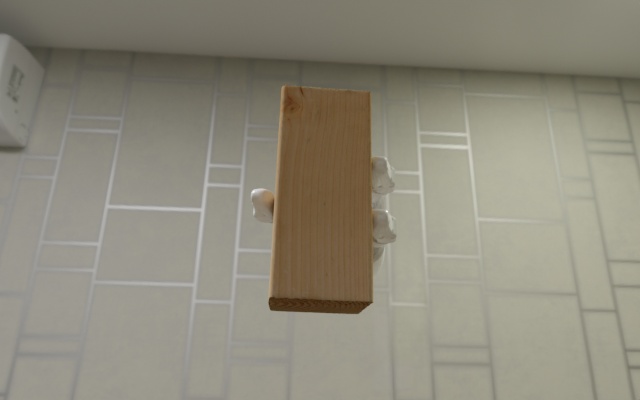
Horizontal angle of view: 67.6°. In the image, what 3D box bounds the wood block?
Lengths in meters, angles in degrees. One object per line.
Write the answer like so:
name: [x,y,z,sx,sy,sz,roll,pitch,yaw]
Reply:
wood block: [0.000,0.002,0.473,0.091,0.206,0.090,3,-20,-4]
